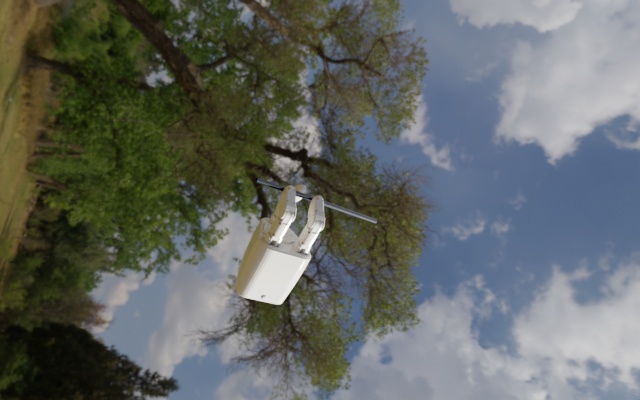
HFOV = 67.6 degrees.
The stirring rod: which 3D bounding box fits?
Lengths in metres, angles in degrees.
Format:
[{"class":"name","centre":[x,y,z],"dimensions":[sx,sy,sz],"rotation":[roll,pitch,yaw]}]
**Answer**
[{"class":"stirring rod","centre":[0.000,0.003,0.806],"dimensions":[0.239,0.011,0.011],"rotation":[19,-9,-28]}]
